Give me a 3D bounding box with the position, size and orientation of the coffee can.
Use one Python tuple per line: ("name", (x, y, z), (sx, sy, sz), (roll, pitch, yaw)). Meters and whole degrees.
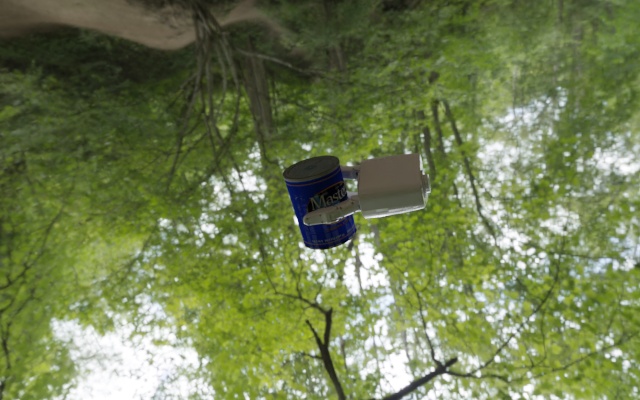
("coffee can", (0.000, 0.003, 0.859), (0.103, 0.140, 0.102), (-13, 22, 6))
